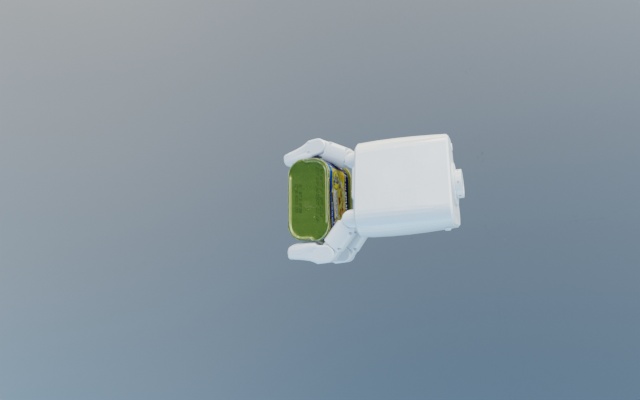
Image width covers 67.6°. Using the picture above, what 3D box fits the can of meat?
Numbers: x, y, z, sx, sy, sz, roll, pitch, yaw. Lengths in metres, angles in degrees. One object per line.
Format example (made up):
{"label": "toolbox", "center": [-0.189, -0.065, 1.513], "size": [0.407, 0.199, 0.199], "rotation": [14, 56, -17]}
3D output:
{"label": "can of meat", "center": [0.000, 0.002, 0.587], "size": [0.057, 0.102, 0.084], "rotation": [-3, -5, 20]}
